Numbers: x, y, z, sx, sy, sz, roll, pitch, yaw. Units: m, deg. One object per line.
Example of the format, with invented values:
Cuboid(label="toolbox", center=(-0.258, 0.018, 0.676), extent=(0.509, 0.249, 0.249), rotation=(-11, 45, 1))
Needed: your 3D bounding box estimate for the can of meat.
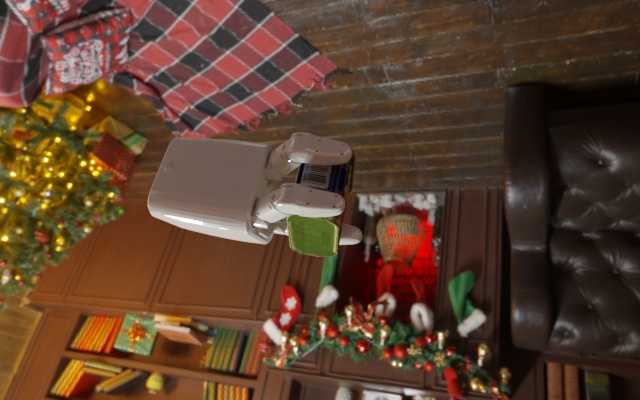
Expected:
Cuboid(label="can of meat", center=(0.000, 0.002, 0.490), extent=(0.057, 0.084, 0.102), rotation=(10, -28, 6))
